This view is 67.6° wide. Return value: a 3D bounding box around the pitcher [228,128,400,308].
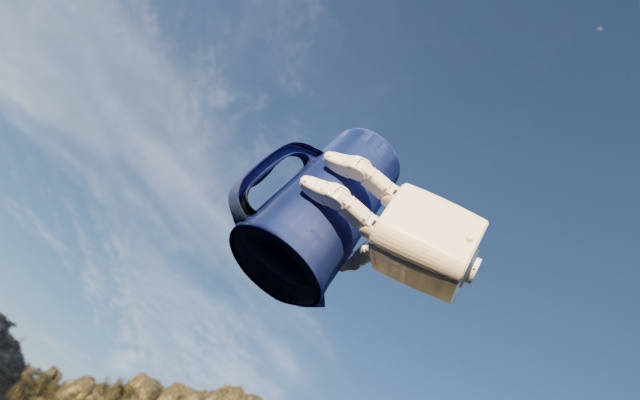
[{"bbox_3d":[0.000,0.002,0.618,0.145,0.149,0.242,26,51,20],"label":"pitcher"}]
